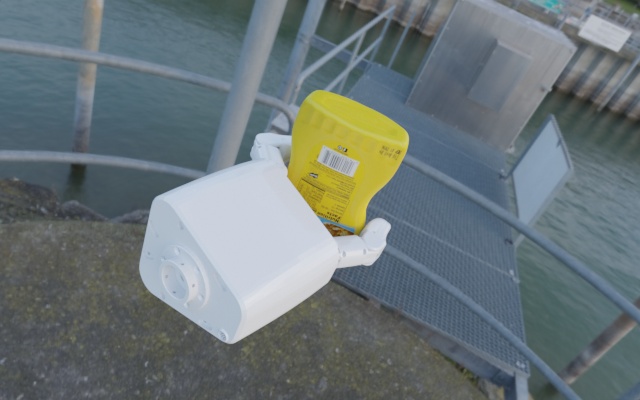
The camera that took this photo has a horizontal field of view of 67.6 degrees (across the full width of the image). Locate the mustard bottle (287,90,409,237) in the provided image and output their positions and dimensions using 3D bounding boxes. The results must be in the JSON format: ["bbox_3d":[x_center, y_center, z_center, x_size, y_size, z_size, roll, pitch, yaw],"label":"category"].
[{"bbox_3d":[0.000,0.001,0.449,0.096,0.192,0.058,25,33,1],"label":"mustard bottle"}]
